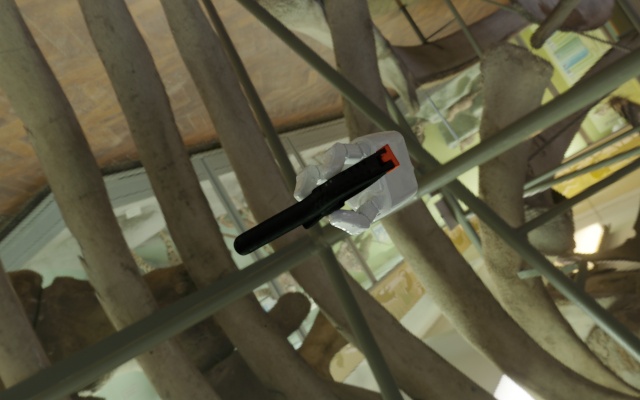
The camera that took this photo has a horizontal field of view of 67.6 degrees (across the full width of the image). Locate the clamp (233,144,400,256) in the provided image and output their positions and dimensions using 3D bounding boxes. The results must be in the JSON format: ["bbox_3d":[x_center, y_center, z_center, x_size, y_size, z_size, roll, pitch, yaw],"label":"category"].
[{"bbox_3d":[0.001,0.002,0.574,0.210,0.036,0.164,-35,-7,36],"label":"clamp"}]
